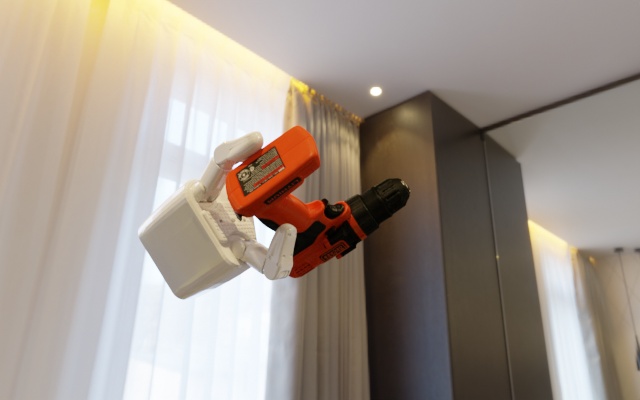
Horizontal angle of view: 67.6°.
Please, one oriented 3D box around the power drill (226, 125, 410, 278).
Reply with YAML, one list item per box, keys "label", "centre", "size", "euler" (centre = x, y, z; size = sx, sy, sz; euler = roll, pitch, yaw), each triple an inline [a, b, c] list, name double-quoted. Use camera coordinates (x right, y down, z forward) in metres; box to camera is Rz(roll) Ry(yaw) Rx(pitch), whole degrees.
- label: "power drill"
  centre: [0.000, 0.002, 0.532]
  size: [0.184, 0.057, 0.188]
  euler: [-35, -40, 6]
